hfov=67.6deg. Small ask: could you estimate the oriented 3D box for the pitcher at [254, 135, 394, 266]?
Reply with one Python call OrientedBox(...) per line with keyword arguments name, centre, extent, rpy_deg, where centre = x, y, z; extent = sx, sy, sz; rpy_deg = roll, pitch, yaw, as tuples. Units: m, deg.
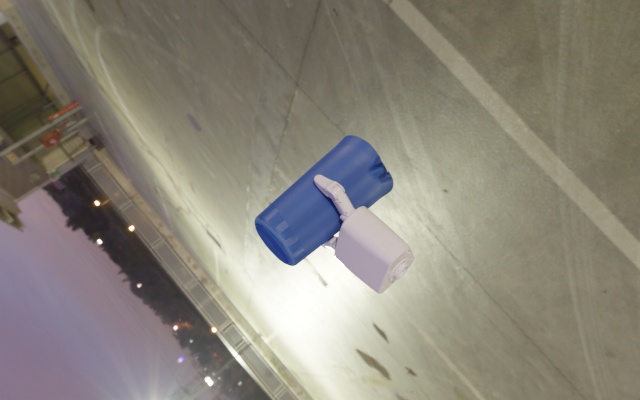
OrientedBox(name="pitcher", centre=(0.000, 0.003, 0.863), extent=(0.145, 0.242, 0.149), rpy_deg=(40, -22, 26))
